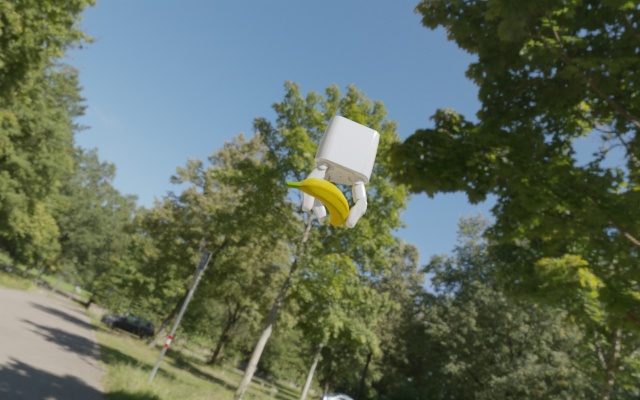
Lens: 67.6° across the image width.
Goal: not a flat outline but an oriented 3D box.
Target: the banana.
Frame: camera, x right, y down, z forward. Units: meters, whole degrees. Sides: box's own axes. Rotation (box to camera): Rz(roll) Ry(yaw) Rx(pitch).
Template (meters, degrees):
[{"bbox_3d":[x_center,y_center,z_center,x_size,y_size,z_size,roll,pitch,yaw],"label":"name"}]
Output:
[{"bbox_3d":[0.015,0.002,0.878,0.069,0.037,0.198,3,-23,30],"label":"banana"}]
